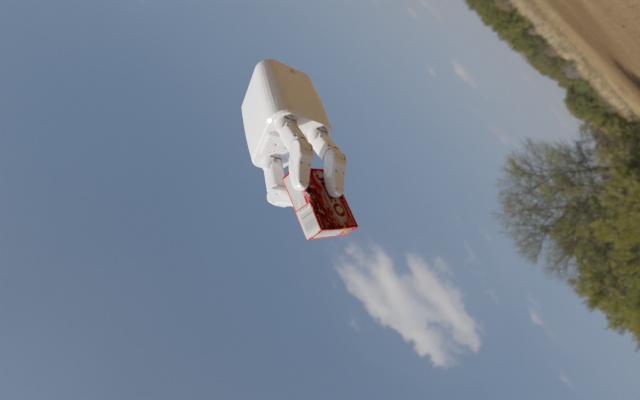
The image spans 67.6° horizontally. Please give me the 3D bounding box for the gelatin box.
[{"bbox_3d":[0.000,0.002,0.598,0.030,0.089,0.073,-36,-22,35],"label":"gelatin box"}]
